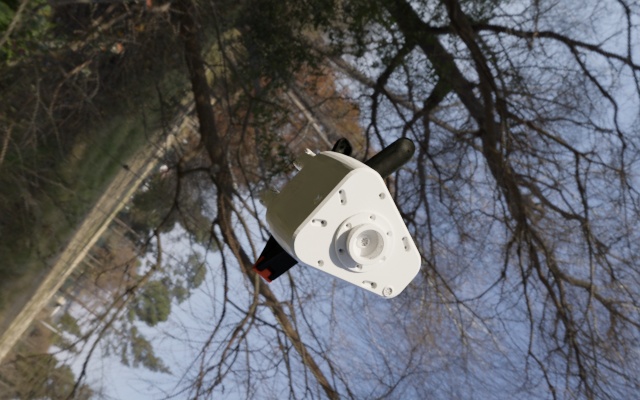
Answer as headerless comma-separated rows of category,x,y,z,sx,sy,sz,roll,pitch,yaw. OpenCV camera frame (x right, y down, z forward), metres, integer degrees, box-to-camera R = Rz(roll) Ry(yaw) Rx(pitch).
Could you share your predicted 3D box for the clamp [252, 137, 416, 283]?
clamp,0.000,0.003,0.546,0.036,0.210,0.164,44,-3,-20
